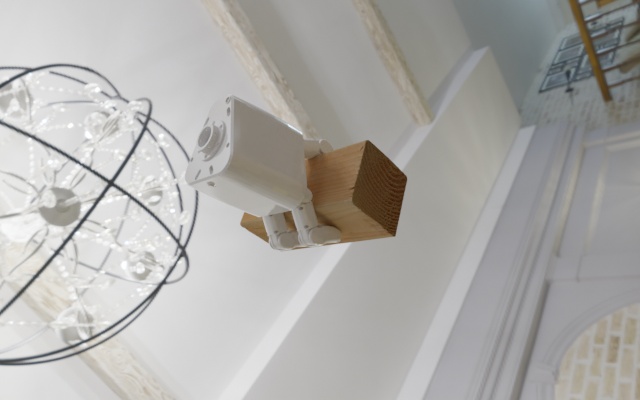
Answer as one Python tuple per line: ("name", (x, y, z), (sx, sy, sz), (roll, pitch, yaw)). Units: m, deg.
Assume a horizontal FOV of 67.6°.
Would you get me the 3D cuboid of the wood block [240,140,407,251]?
("wood block", (0.000, 0.002, 0.637), (0.206, 0.090, 0.090), (-12, -38, 43))
